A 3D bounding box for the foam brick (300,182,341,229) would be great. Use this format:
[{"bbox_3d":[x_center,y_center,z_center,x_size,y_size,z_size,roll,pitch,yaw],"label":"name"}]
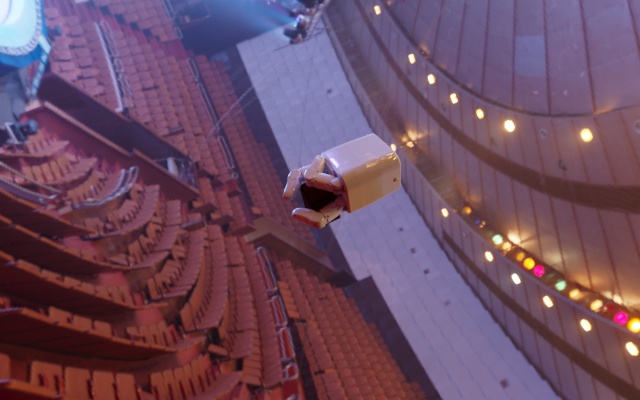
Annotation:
[{"bbox_3d":[0.000,0.003,0.863,0.051,0.053,0.078,-25,-35,-9],"label":"foam brick"}]
